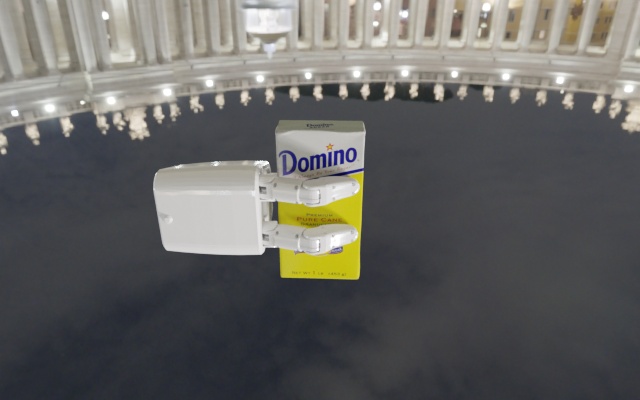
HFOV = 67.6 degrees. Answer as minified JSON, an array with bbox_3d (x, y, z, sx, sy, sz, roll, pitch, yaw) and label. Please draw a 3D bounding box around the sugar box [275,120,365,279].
[{"bbox_3d":[0.000,0.002,0.527,0.093,0.176,0.048,0,26,2],"label":"sugar box"}]
